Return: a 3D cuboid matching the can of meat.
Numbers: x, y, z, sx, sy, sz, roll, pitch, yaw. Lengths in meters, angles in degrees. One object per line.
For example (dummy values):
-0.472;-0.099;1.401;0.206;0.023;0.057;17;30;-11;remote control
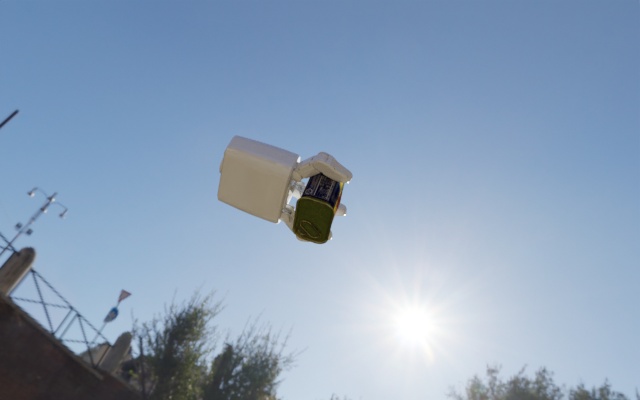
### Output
0.000;0.002;0.728;0.057;0.084;0.102;18;-39;5;can of meat
